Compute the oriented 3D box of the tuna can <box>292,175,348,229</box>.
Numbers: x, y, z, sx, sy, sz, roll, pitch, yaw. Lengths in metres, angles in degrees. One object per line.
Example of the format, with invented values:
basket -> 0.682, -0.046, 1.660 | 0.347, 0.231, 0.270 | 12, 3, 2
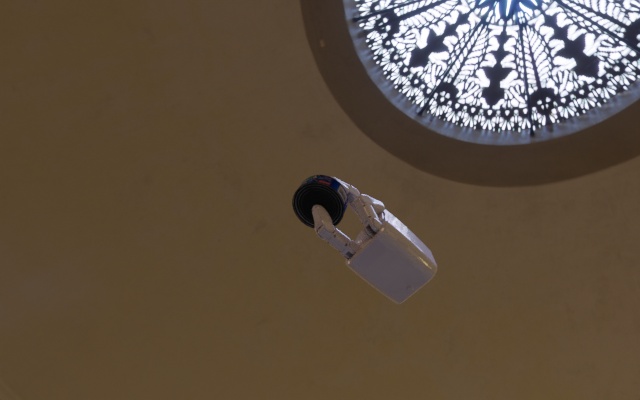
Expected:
tuna can -> 0.000, 0.002, 0.768 | 0.086, 0.086, 0.033 | 0, 29, 17
